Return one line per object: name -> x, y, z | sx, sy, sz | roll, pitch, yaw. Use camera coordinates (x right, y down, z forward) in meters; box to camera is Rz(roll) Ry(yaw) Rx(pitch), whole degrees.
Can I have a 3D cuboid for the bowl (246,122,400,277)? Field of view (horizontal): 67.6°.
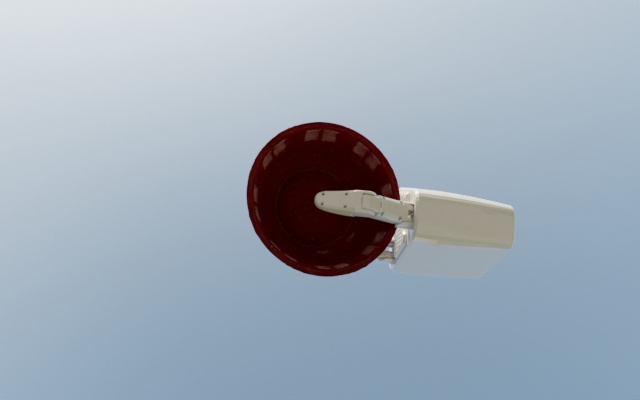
bowl -> -0.001, 0.001, 0.507 | 0.162, 0.162, 0.055 | 0, -13, -14
